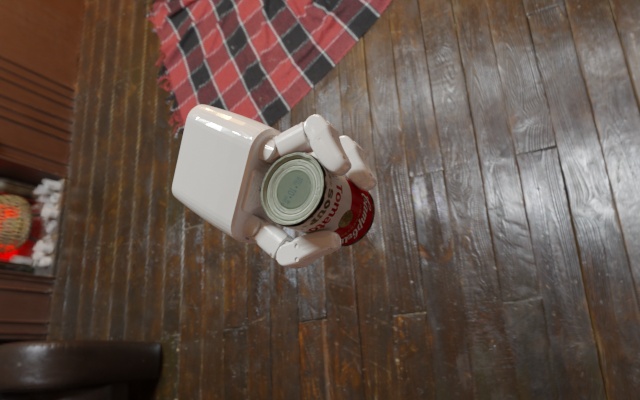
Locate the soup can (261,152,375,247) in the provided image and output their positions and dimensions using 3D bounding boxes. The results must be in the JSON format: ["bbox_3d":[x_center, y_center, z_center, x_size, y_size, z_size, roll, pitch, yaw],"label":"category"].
[{"bbox_3d":[0.000,0.002,0.448,0.068,0.068,0.102,0,-14,31],"label":"soup can"}]
